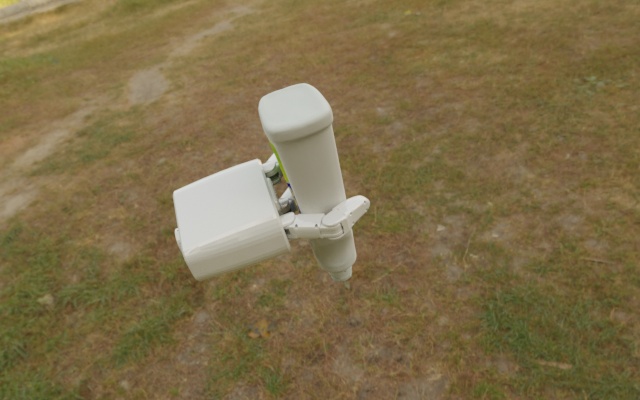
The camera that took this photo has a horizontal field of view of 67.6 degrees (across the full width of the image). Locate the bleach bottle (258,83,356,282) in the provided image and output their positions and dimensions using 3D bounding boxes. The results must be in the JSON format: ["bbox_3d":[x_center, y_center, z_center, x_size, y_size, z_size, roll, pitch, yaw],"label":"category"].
[{"bbox_3d":[0.000,0.002,0.544,0.068,0.251,0.102,-19,35,-4],"label":"bleach bottle"}]
